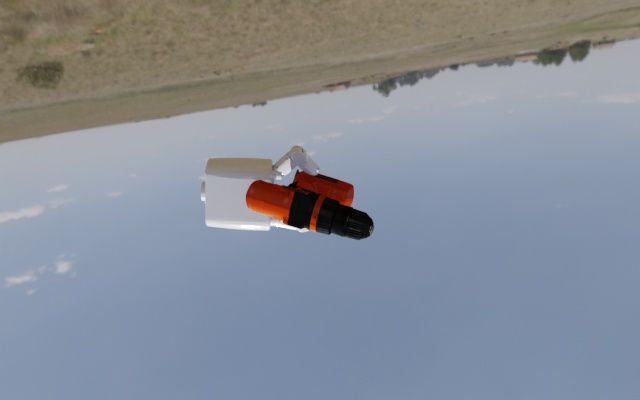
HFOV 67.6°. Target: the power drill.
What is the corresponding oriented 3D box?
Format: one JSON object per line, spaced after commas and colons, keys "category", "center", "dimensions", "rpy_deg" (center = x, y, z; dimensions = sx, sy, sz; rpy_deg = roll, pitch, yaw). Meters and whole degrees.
{"category": "power drill", "center": [0.000, 0.002, 0.727], "dimensions": [0.184, 0.057, 0.187], "rpy_deg": [18, 11, 10]}
